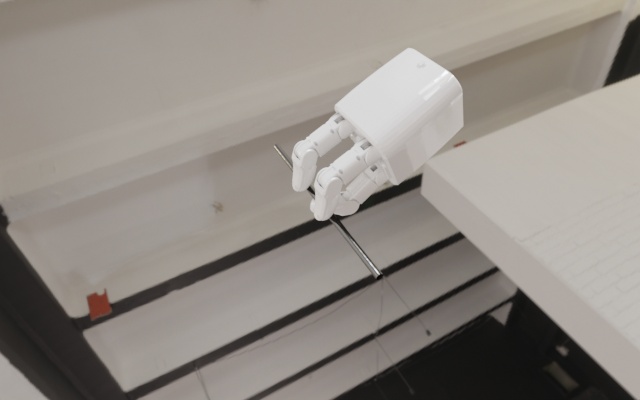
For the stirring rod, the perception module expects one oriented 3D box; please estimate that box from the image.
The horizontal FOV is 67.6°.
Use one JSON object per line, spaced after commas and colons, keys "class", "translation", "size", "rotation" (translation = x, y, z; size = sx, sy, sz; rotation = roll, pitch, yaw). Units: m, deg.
{"class": "stirring rod", "translation": [0.000, 0.002, 0.533], "size": [0.011, 0.011, 0.239], "rotation": [0, 36, -36]}
